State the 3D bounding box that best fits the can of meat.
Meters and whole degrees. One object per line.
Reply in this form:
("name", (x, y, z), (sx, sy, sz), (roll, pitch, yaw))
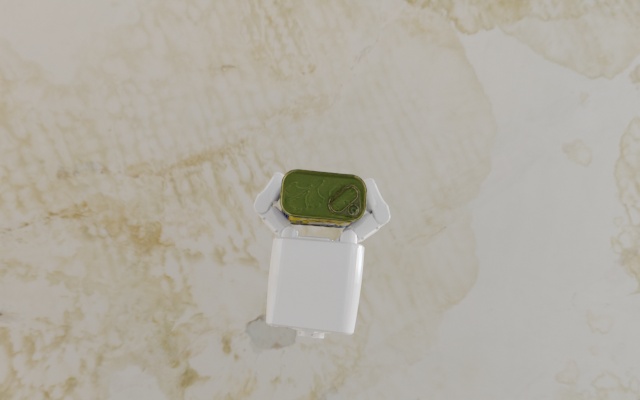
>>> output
("can of meat", (0.000, 0.002, 0.597), (0.102, 0.057, 0.084), (5, -12, -5))
